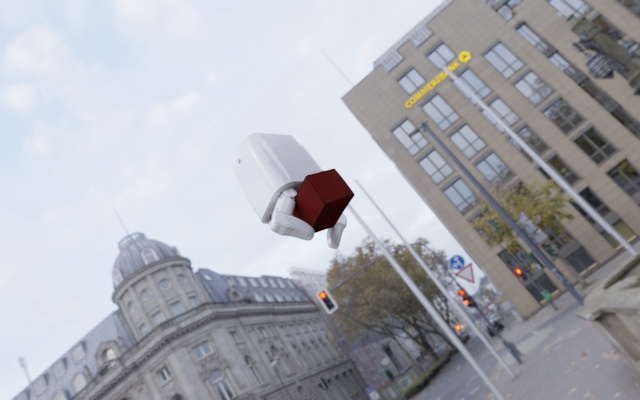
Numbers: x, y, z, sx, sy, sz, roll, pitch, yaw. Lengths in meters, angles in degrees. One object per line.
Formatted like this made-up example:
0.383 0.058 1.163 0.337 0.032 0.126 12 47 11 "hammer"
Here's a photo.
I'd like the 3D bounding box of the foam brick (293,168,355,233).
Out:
0.000 0.002 0.656 0.053 0.051 0.078 -16 -28 -35 "foam brick"
